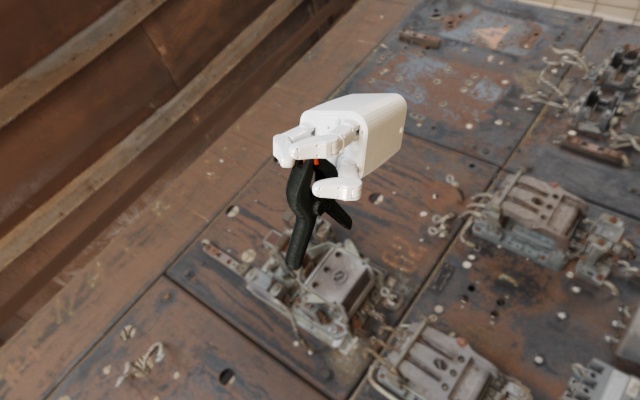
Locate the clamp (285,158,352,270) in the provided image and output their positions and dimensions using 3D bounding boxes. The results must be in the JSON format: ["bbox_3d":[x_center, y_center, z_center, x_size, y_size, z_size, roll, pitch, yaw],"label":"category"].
[{"bbox_3d":[0.000,0.002,0.631,0.039,0.172,0.120,27,41,31],"label":"clamp"}]
